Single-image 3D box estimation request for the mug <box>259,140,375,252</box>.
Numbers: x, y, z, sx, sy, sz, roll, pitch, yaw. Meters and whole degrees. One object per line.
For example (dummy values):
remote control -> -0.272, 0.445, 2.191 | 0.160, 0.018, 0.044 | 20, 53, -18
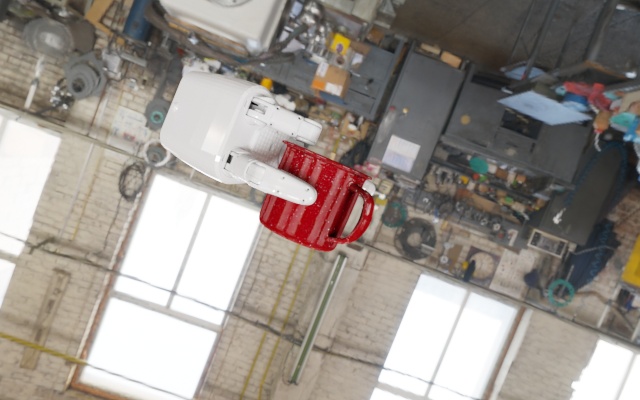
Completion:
mug -> 0.001, 0.002, 0.452 | 0.117, 0.081, 0.093 | 26, 5, 36
